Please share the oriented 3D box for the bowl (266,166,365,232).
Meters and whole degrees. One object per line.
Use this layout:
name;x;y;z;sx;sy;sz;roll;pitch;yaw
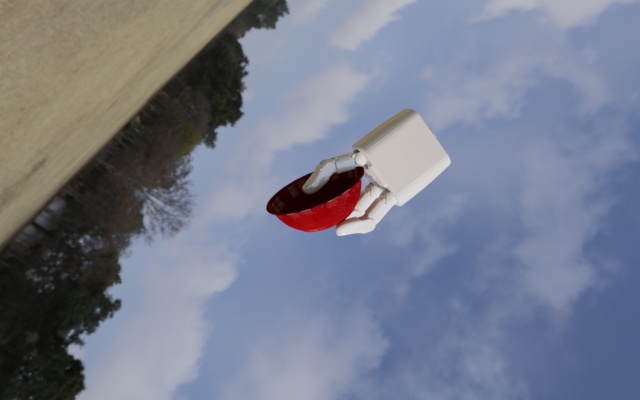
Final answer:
bowl;-0.001;0.003;0.737;0.162;0.055;0.162;-20;20;8
